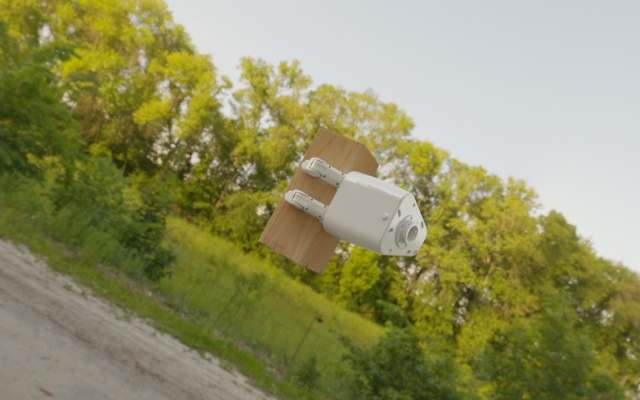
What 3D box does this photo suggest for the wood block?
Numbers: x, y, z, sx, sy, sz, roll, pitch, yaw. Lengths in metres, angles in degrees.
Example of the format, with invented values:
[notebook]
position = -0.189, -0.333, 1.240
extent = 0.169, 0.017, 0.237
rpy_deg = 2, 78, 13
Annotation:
[wood block]
position = 0.001, 0.003, 0.769
extent = 0.090, 0.206, 0.091
rpy_deg = 25, -7, 28
